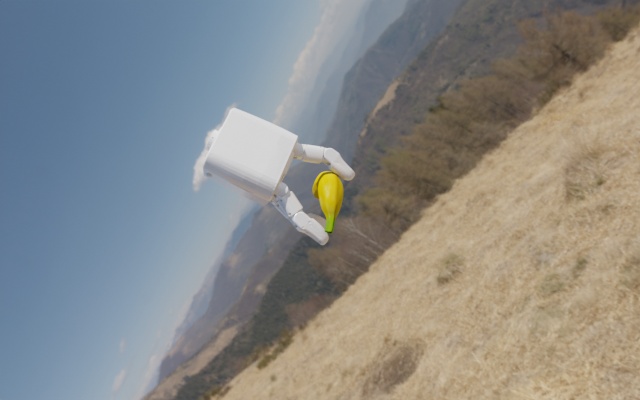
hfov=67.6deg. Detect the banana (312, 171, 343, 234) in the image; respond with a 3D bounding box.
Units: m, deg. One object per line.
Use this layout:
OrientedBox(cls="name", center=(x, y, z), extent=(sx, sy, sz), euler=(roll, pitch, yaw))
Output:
OrientedBox(cls="banana", center=(0.008, -0.013, 0.748), extent=(0.037, 0.069, 0.197), euler=(22, 13, -9))
